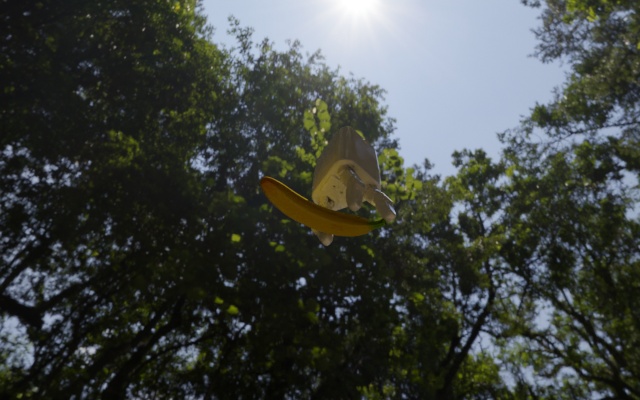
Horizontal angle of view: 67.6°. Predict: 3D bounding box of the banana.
[{"bbox_3d":[-0.003,0.016,0.723,0.198,0.037,0.070,18,-47,-12],"label":"banana"}]
